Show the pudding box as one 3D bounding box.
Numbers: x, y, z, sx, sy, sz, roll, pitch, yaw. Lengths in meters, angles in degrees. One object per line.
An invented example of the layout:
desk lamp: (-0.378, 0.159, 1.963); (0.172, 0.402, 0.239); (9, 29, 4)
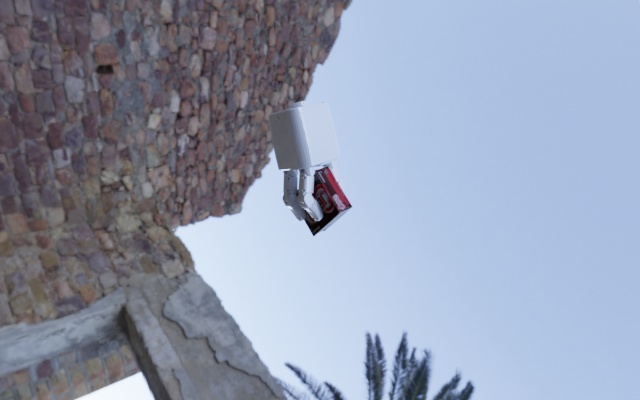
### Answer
pudding box: (0.000, 0.003, 0.885); (0.039, 0.090, 0.113); (-22, -15, -33)
